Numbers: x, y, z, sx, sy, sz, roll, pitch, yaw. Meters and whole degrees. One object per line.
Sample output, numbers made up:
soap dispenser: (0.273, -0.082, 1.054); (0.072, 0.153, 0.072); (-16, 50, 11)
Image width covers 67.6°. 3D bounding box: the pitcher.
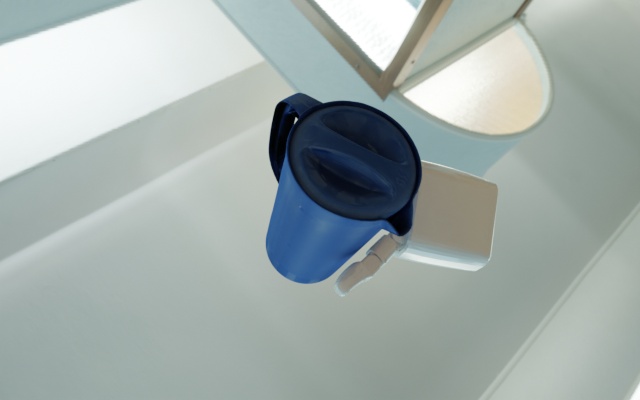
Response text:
pitcher: (0.000, 0.002, 0.548); (0.145, 0.149, 0.243); (10, -29, -11)
